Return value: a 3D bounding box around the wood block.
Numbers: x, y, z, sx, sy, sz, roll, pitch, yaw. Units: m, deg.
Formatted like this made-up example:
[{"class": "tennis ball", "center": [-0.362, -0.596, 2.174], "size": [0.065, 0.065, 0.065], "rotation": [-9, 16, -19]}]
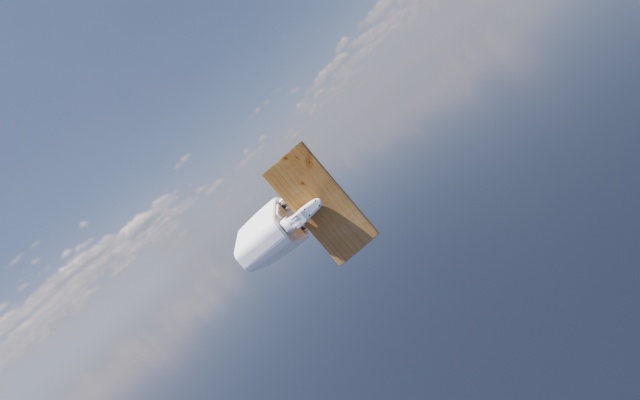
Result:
[{"class": "wood block", "center": [0.000, 0.003, 0.845], "size": [0.090, 0.206, 0.091], "rotation": [-40, 6, 2]}]
